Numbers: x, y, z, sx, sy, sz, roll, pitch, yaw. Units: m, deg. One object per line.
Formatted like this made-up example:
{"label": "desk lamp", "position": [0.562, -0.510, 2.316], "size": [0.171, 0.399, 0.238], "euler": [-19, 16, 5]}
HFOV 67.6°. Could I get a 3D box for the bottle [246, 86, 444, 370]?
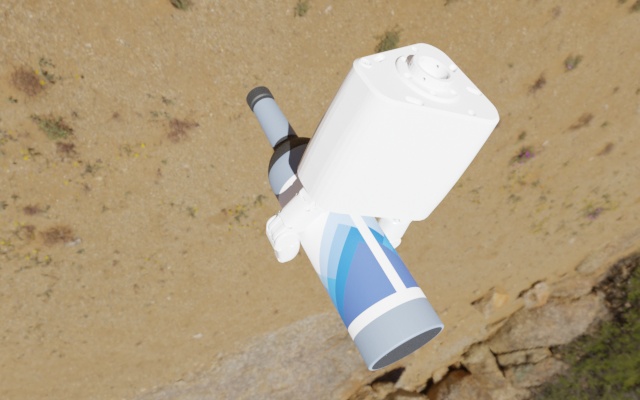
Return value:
{"label": "bottle", "position": [0.000, 0.002, 0.433], "size": [0.069, 0.295, 0.069], "euler": [-23, -29, -14]}
